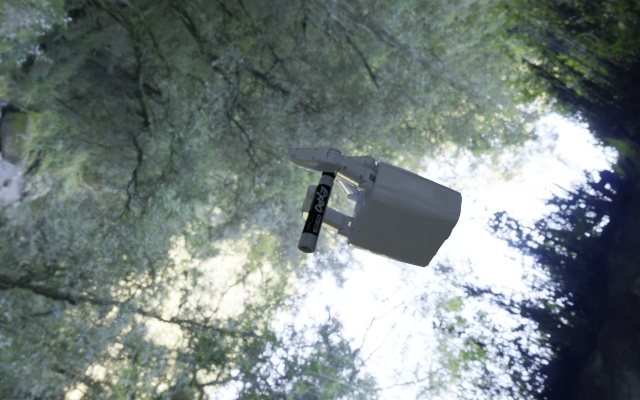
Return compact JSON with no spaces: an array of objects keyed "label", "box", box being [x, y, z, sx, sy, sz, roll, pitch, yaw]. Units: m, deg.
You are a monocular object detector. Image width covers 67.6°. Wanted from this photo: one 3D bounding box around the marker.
[{"label":"marker","box":[0.000,0.002,0.528,0.020,0.121,0.020,12,-31,8]}]
